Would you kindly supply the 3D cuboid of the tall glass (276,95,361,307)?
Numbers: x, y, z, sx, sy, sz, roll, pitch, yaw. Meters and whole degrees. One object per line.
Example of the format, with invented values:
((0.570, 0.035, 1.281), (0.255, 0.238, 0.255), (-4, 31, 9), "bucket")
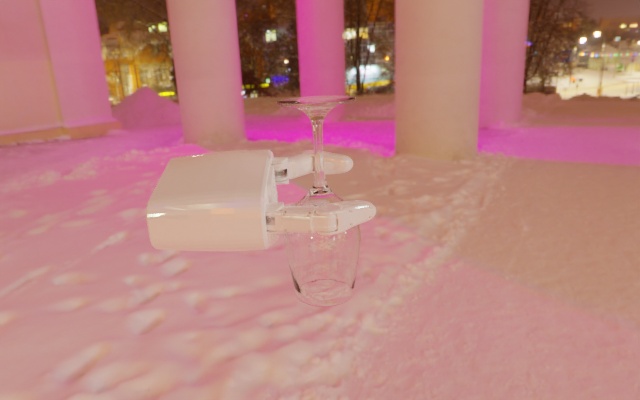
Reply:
((0.000, 0.001, 0.472), (0.079, 0.201, 0.079), (-3, 17, 1), "tall glass")
